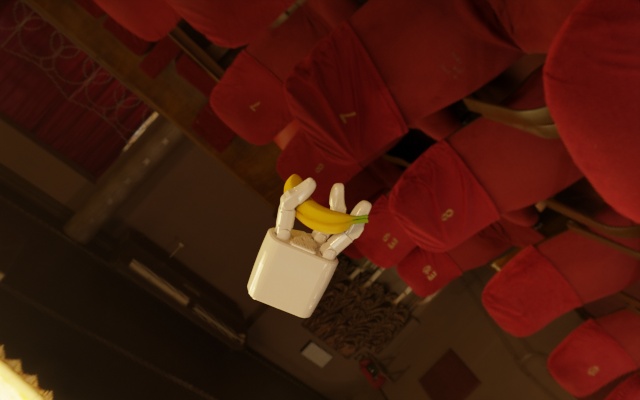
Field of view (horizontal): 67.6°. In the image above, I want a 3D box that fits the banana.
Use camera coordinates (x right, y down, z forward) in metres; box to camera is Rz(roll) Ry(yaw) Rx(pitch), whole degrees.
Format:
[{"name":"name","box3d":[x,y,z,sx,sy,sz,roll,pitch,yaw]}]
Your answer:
[{"name":"banana","box3d":[-0.013,0.008,0.739,0.069,0.037,0.197,-15,31,-32]}]
